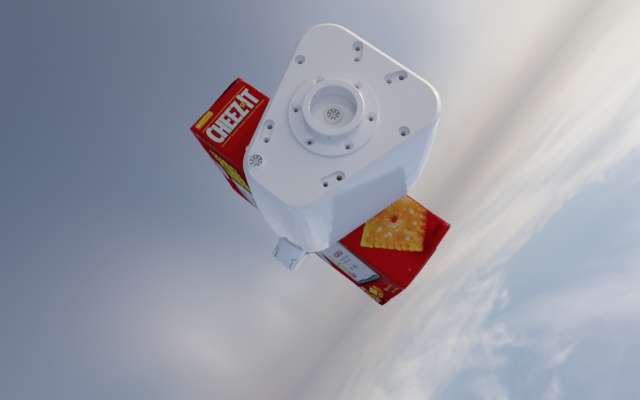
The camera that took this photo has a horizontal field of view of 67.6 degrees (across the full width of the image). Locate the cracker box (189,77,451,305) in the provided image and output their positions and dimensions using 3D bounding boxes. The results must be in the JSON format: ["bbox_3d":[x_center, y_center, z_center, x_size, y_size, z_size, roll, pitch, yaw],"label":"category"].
[{"bbox_3d":[0.000,0.002,0.446,0.213,0.072,0.164,37,-12,12],"label":"cracker box"}]
